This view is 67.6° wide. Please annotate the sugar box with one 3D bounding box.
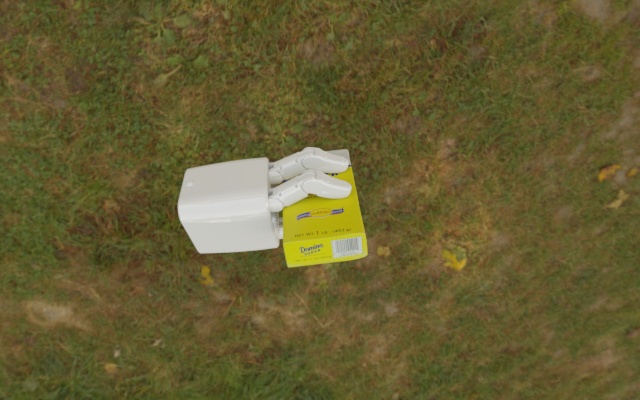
[{"bbox_3d":[0.000,0.002,0.595,0.093,0.048,0.176,-7,40,0],"label":"sugar box"}]
